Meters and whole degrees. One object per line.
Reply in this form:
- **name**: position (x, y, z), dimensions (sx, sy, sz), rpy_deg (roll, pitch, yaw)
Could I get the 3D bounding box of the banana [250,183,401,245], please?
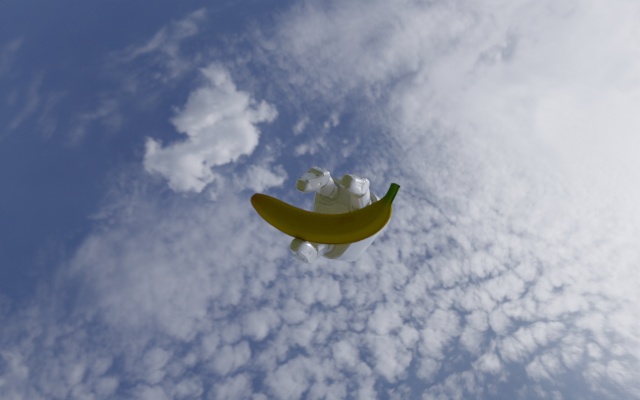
- **banana**: position (0.004, 0.020, 0.589), dimensions (0.198, 0.069, 0.037), rpy_deg (-4, -8, 21)
